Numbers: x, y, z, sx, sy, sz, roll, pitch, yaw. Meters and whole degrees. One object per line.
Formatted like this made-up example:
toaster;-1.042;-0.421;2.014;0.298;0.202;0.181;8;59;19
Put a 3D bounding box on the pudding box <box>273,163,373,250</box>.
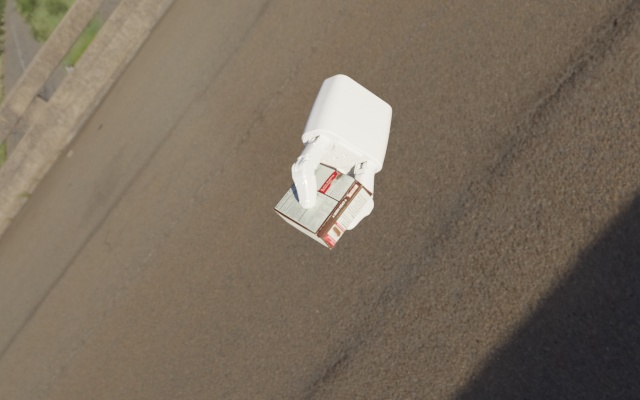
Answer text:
pudding box;0.000;0.002;0.627;0.039;0.090;0.113;42;-9;-35
